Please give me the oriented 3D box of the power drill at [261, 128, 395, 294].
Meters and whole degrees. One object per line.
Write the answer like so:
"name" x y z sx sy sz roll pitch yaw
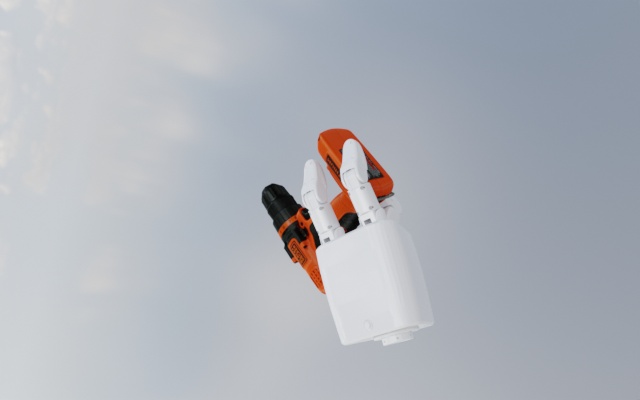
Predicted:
"power drill" 0.000 0.002 0.607 0.057 0.184 0.188 -17 -32 -39
